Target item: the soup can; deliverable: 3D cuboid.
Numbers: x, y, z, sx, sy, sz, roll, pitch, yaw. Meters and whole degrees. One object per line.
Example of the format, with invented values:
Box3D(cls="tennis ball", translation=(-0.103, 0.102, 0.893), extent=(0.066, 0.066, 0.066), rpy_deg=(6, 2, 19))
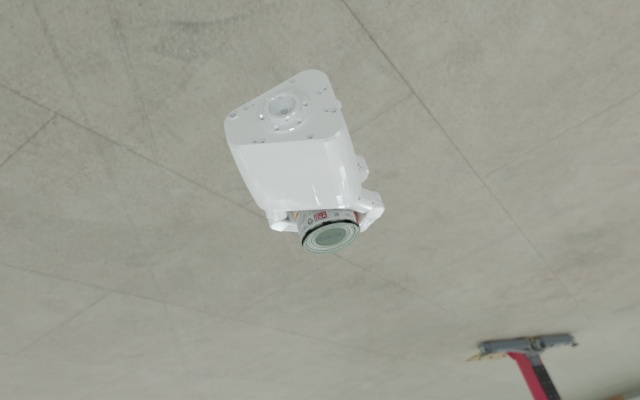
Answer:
Box3D(cls="soup can", translation=(0.000, 0.002, 0.547), extent=(0.068, 0.102, 0.069), rpy_deg=(-12, -34, -8))
